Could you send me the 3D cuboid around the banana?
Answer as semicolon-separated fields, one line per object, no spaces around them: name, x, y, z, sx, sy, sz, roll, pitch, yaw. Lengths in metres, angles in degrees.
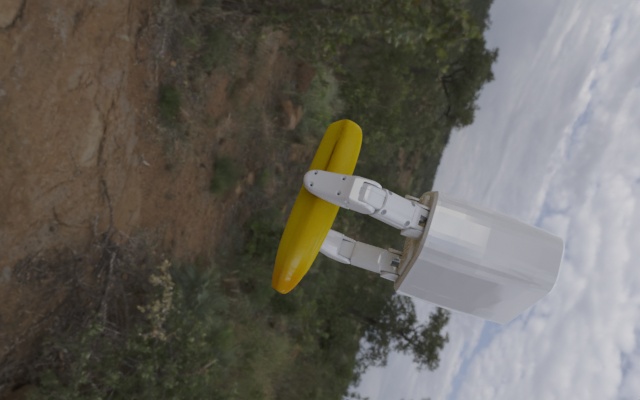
banana;0.004;-0.012;0.421;0.037;0.197;0.070;20;-39;2
